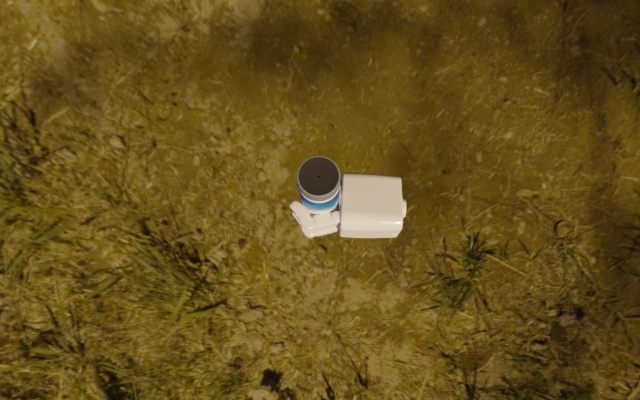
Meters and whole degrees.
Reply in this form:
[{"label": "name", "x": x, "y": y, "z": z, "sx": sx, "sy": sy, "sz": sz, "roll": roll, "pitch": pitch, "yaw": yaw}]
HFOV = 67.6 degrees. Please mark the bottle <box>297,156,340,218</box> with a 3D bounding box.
[{"label": "bottle", "x": 0.000, "y": 0.003, "z": 0.865, "sx": 0.069, "sy": 0.069, "sz": 0.296, "roll": 0, "pitch": -16, "yaw": 1}]
